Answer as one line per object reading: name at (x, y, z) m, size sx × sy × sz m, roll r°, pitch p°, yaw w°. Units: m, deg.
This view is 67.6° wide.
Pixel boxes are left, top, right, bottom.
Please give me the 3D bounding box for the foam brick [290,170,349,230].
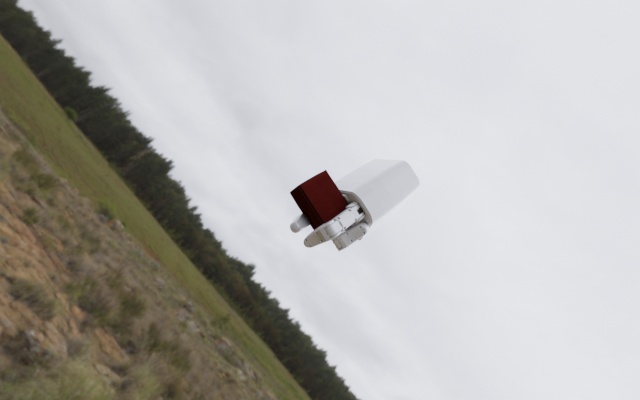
foam brick at (0.000, 0.002, 0.711) m, size 0.051 × 0.078 × 0.053 m, roll -34°, pitch 3°, yaw -20°
